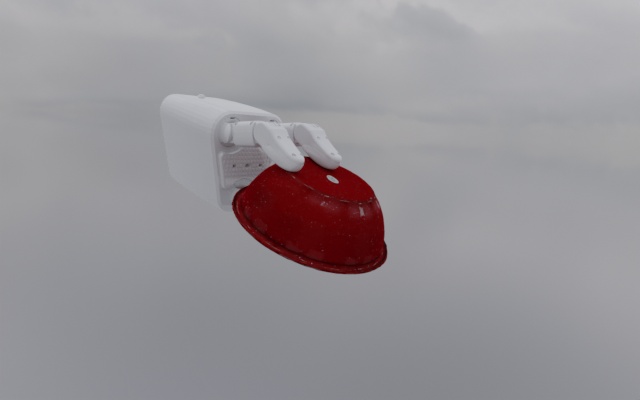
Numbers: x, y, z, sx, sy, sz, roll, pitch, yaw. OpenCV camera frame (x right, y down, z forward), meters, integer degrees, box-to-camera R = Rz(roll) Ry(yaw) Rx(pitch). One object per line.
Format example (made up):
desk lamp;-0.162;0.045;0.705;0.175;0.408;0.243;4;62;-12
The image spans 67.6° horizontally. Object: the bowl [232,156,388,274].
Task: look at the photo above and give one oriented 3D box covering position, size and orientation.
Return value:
bowl;0.001;0.002;0.462;0.162;0.055;0.162;19;23;-8
